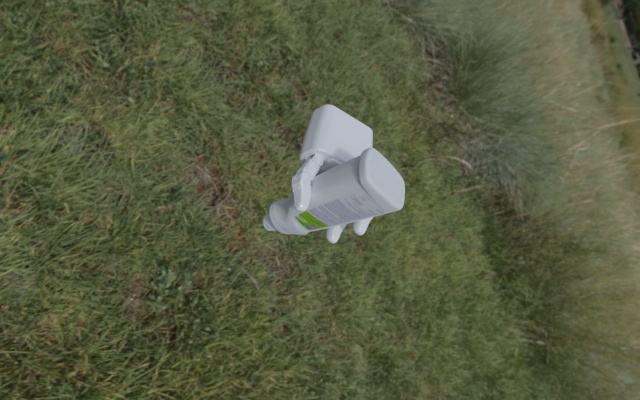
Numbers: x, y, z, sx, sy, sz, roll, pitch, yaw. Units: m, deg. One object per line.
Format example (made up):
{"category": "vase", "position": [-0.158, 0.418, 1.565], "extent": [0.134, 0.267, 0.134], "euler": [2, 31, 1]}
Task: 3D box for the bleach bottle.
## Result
{"category": "bleach bottle", "position": [0.000, 0.003, 0.744], "extent": [0.251, 0.068, 0.103], "euler": [-19, -43, 37]}
